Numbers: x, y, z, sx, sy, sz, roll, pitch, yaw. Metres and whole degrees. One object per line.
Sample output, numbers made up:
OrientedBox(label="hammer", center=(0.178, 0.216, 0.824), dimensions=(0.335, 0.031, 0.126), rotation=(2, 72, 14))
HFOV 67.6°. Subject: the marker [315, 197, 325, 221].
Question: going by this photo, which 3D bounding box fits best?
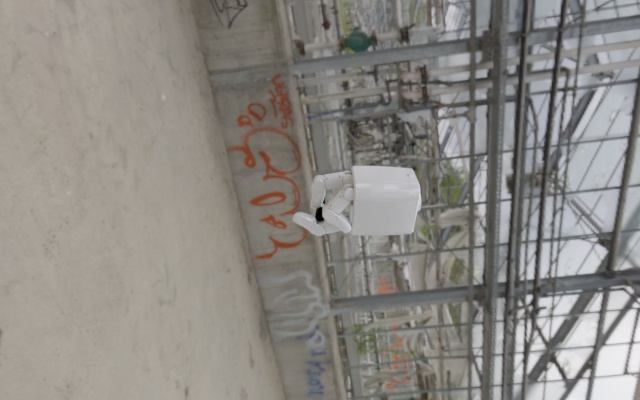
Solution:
OrientedBox(label="marker", center=(0.000, 0.003, 0.871), dimensions=(0.020, 0.020, 0.121), rotation=(0, 28, 0))
